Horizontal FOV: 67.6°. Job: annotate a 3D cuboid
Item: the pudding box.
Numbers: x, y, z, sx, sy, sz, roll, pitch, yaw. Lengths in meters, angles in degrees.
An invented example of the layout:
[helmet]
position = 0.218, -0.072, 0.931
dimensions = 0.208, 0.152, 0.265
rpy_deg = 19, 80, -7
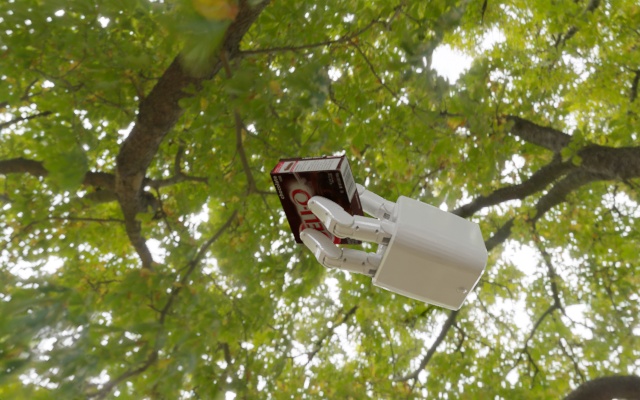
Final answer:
[pudding box]
position = 0.000, 0.002, 0.576
dimensions = 0.090, 0.114, 0.039
rpy_deg = -2, 34, 23
